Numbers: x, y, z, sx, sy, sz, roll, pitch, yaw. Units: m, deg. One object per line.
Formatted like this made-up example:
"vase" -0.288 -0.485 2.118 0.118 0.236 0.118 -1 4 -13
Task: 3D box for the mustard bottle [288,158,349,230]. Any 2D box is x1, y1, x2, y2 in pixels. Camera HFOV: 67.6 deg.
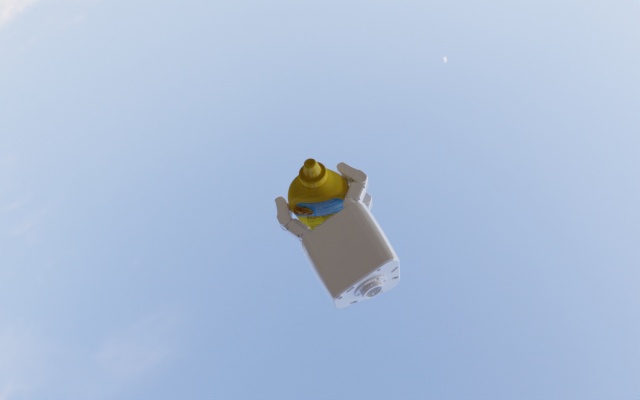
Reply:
"mustard bottle" 0.000 0.002 0.740 0.096 0.058 0.192 -6 -35 7
